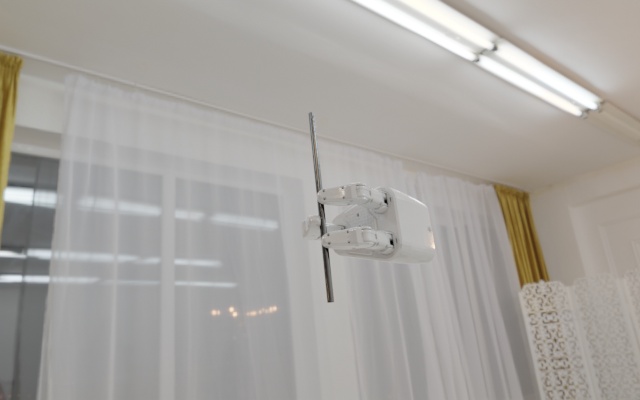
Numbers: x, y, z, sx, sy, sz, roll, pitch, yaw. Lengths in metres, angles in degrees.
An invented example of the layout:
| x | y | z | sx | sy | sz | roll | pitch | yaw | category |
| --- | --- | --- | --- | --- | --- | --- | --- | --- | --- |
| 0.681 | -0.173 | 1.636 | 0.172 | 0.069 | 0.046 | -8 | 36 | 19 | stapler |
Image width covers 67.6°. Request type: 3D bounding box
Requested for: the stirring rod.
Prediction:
| x | y | z | sx | sy | sz | roll | pitch | yaw | category |
| --- | --- | --- | --- | --- | --- | --- | --- | --- | --- |
| 0.000 | 0.002 | 0.580 | 0.011 | 0.239 | 0.011 | -5 | -17 | -2 | stirring rod |
